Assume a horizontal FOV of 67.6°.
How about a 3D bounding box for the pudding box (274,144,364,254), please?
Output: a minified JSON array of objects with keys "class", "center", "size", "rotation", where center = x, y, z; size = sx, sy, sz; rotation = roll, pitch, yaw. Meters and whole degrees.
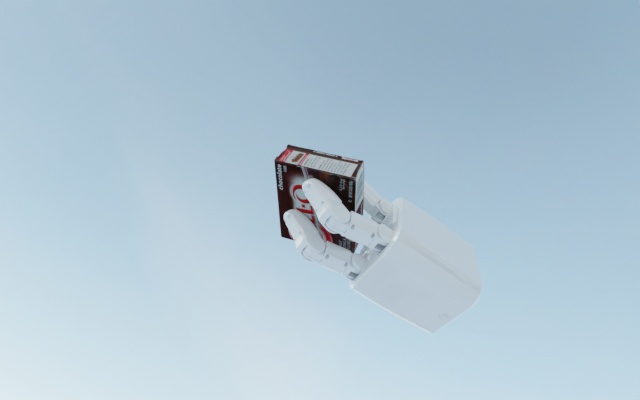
[{"class":"pudding box","center":[0.000,0.002,0.519],"size":[0.090,0.114,0.039],"rotation":[13,39,17]}]
